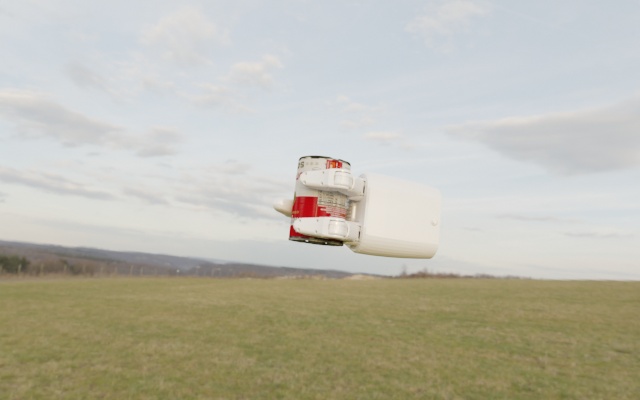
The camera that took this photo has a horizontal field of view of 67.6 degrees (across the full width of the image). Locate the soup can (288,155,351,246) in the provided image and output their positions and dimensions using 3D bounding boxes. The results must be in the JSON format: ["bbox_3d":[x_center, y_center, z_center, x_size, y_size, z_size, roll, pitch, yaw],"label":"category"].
[{"bbox_3d":[0.000,0.002,0.586,0.068,0.102,0.068,6,-8,1],"label":"soup can"}]
